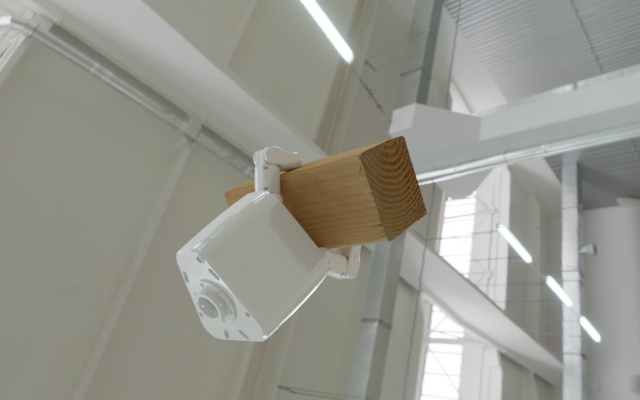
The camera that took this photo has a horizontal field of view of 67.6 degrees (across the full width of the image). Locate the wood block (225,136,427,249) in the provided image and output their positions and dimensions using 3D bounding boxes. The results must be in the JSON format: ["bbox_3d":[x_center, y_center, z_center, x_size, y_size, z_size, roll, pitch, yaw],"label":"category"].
[{"bbox_3d":[0.000,0.002,0.540,0.206,0.091,0.090,-12,10,41],"label":"wood block"}]
